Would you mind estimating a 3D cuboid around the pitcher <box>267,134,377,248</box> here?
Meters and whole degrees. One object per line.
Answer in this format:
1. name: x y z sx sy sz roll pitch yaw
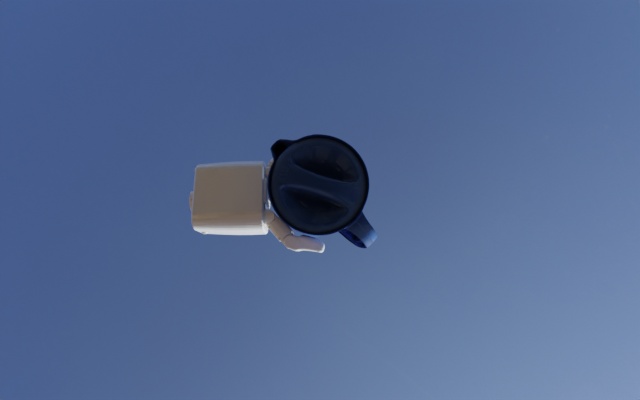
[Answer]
1. pitcher: 0.000 0.002 0.729 0.145 0.149 0.243 -1 -8 -2
